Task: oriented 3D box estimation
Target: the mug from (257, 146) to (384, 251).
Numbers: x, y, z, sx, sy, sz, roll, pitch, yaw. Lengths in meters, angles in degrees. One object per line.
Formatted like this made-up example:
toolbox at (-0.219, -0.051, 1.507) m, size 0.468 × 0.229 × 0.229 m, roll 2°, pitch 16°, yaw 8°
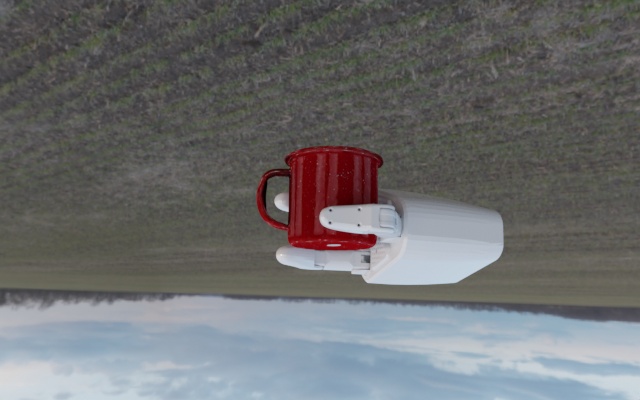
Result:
mug at (-0.001, 0.002, 0.437) m, size 0.117 × 0.081 × 0.093 m, roll 5°, pitch -12°, yaw -15°
